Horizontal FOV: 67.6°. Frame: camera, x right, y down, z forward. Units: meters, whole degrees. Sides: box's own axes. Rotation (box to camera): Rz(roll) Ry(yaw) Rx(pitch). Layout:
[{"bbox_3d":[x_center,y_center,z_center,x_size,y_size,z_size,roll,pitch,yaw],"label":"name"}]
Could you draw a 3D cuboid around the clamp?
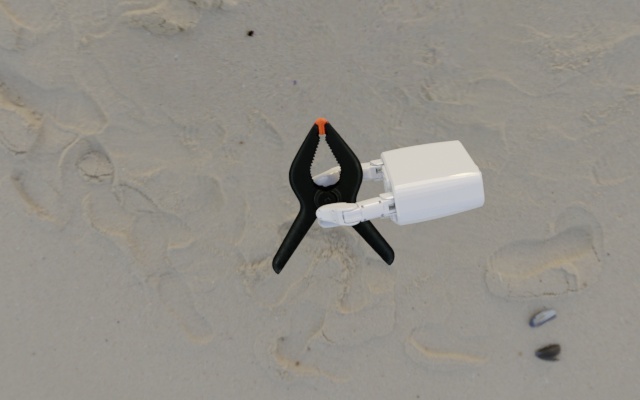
[{"bbox_3d":[0.000,0.002,0.620,0.164,0.210,0.036,-12,15,2],"label":"clamp"}]
